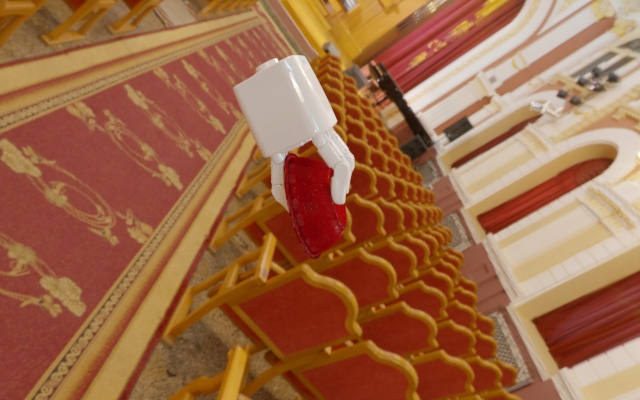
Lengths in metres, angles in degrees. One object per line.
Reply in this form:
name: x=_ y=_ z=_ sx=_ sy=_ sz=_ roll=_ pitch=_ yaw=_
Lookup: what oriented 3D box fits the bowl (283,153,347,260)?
bowl: x=0.001 y=0.003 z=0.700 sx=0.055 sy=0.162 sz=0.162 roll=-13 pitch=-3 yaw=13
